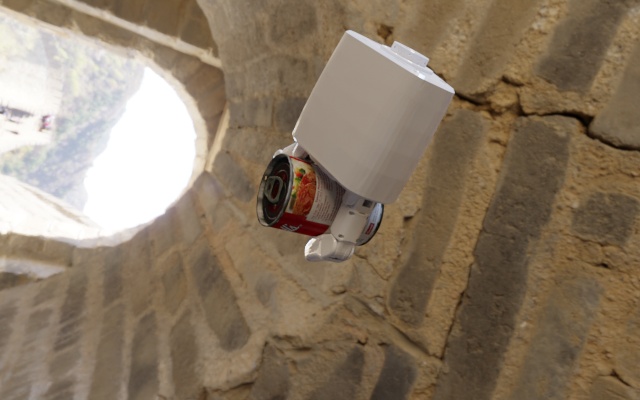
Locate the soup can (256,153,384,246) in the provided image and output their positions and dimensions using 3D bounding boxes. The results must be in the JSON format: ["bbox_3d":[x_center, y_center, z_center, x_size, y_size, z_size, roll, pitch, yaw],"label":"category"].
[{"bbox_3d":[0.000,0.002,0.450,0.102,0.068,0.068,15,-7,-29],"label":"soup can"}]
